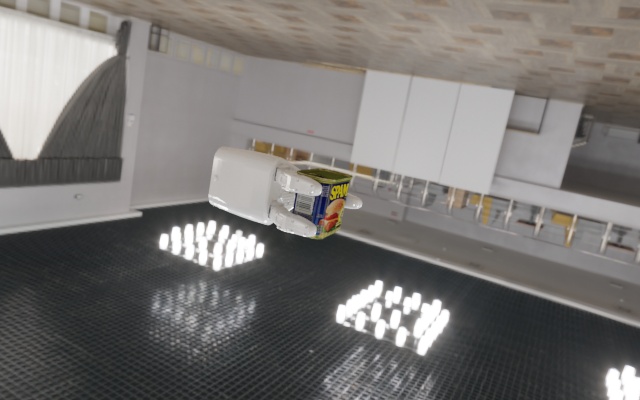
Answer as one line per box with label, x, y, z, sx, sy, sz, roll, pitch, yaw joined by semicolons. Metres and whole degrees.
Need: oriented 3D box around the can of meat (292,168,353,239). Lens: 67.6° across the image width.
can of meat;0.000;0.003;0.676;0.057;0.084;0.102;15;11;20
